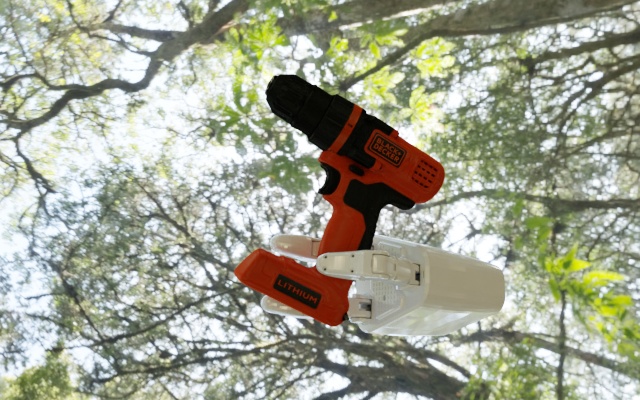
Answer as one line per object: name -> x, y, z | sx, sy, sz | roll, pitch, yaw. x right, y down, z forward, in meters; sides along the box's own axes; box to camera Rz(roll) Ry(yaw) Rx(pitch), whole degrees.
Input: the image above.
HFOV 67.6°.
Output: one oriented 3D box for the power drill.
power drill -> 0.000, 0.002, 0.429 | 0.184, 0.187, 0.057 | 30, -5, -9
